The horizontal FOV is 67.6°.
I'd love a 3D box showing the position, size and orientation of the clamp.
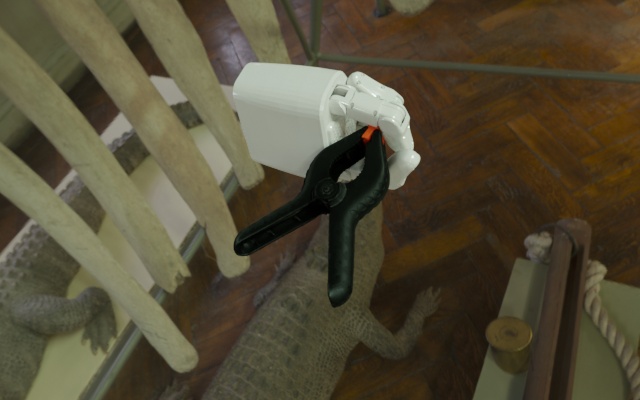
[{"bbox_3d":[0.000,0.001,0.428,0.120,0.171,0.039,16,-27,22],"label":"clamp"}]
